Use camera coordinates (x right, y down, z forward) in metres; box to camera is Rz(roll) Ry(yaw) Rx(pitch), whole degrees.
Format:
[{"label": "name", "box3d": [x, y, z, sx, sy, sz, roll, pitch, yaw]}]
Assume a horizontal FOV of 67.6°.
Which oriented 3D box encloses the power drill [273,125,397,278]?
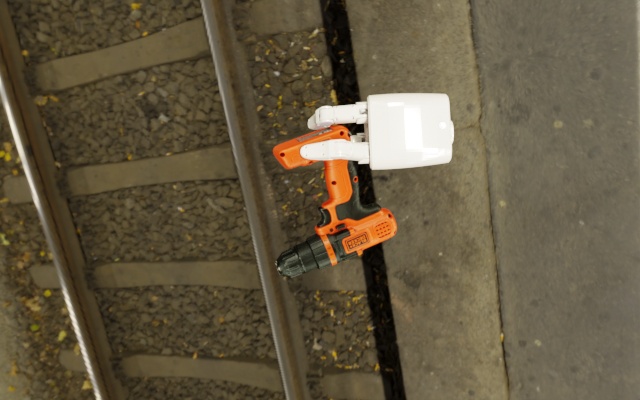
[{"label": "power drill", "box3d": [0.000, 0.002, 0.669, 0.184, 0.188, 0.057, -23, 19, -9]}]
